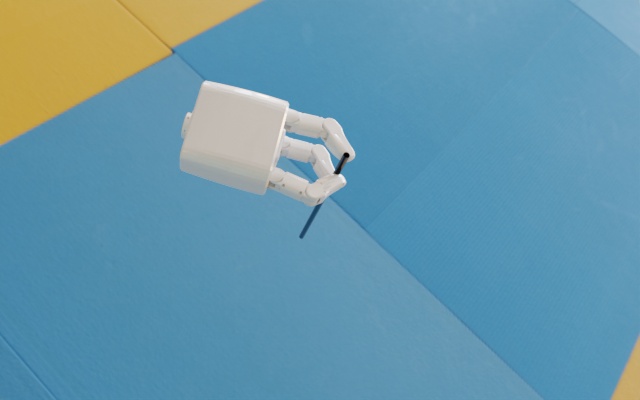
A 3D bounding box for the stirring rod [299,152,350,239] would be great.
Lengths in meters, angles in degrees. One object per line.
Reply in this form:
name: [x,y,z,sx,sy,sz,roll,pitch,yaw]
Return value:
stirring rod: [0.000,0.002,0.662,0.011,0.011,0.240,0,-27,-17]
